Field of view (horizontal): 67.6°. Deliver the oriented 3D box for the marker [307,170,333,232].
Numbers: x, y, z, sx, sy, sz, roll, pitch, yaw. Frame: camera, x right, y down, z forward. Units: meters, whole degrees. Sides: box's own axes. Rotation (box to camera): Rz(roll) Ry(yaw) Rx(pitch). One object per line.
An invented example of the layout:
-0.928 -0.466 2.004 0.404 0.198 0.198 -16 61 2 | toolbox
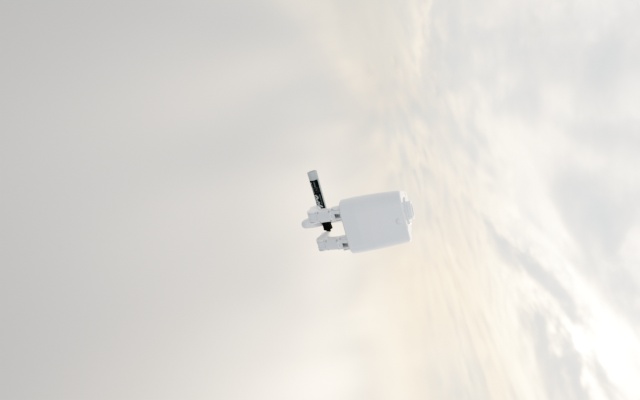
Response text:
0.000 0.003 0.886 0.020 0.121 0.020 -15 14 4 | marker
